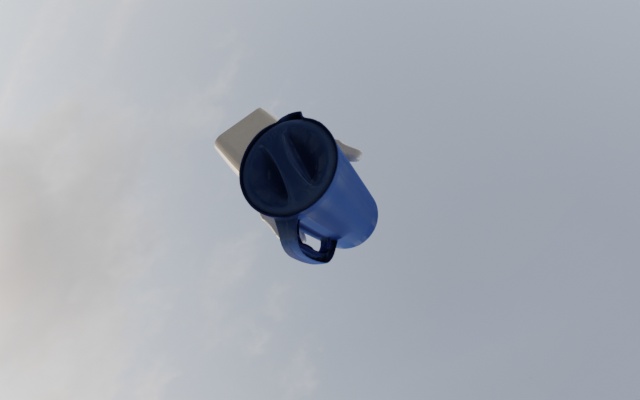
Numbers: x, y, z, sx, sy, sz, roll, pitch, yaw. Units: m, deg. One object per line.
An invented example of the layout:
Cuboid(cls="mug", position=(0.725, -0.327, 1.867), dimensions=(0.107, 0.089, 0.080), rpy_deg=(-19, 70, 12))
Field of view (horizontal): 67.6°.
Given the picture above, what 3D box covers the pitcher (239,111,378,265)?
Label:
Cuboid(cls="pitcher", position=(0.000, 0.002, 0.677), dimensions=(0.145, 0.149, 0.243), rpy_deg=(41, 0, 29))
